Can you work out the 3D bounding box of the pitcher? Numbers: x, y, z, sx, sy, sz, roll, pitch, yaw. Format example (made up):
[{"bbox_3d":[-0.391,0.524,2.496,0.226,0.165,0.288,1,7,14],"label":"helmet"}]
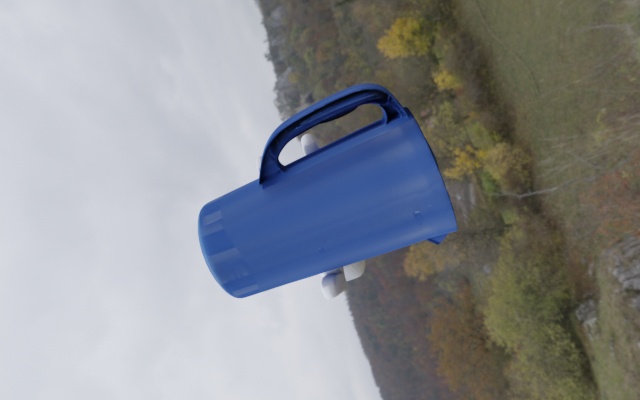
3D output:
[{"bbox_3d":[0.000,0.002,0.485,0.243,0.149,0.145,-22,-19,7],"label":"pitcher"}]
